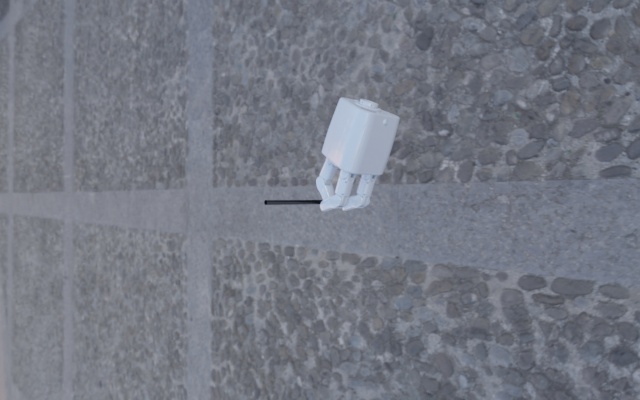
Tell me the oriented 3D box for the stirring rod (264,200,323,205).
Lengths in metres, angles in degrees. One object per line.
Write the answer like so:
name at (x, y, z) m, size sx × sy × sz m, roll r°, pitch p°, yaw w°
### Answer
stirring rod at (0.000, 0.003, 0.853) m, size 0.239 × 0.011 × 0.011 m, roll 0°, pitch 0°, yaw -42°
